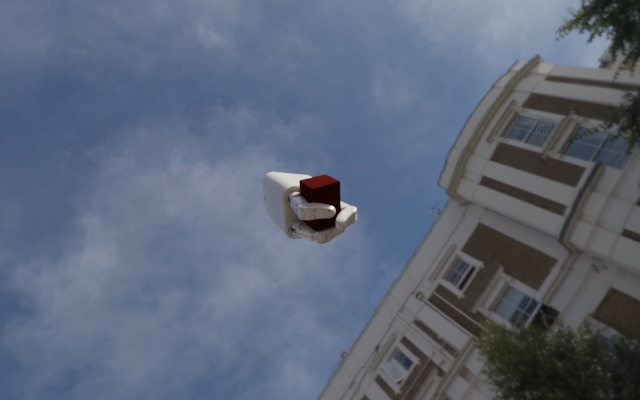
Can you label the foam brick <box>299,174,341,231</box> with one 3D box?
[{"bbox_3d":[0.000,0.002,0.793,0.053,0.078,0.051,-14,25,-24],"label":"foam brick"}]
